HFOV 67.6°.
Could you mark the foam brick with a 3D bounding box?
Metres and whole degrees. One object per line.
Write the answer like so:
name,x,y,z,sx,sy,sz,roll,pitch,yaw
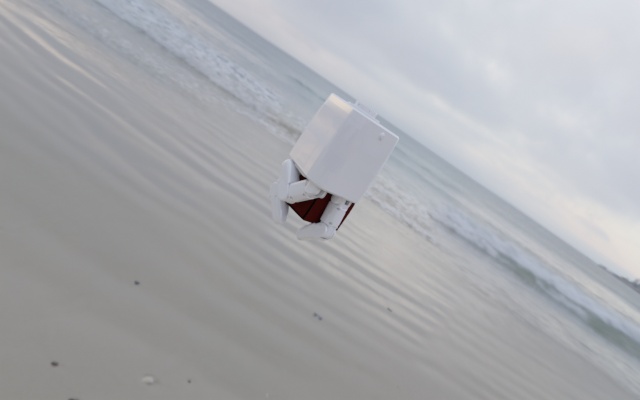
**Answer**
foam brick,0.000,0.002,0.680,0.078,0.051,0.053,21,17,-47
